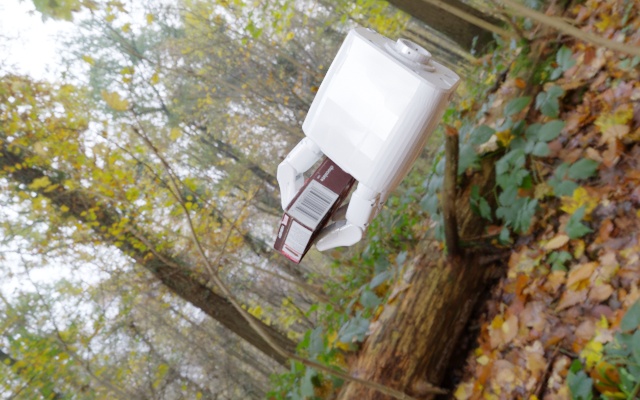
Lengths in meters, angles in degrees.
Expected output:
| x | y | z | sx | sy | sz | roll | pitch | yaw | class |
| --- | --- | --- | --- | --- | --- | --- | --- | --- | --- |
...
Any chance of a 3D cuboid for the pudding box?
| x | y | z | sx | sy | sz | roll | pitch | yaw | class |
| --- | --- | --- | --- | --- | --- | --- | --- | --- | --- |
| 0.000 | 0.002 | 0.503 | 0.039 | 0.113 | 0.090 | 35 | -31 | 8 | pudding box |
